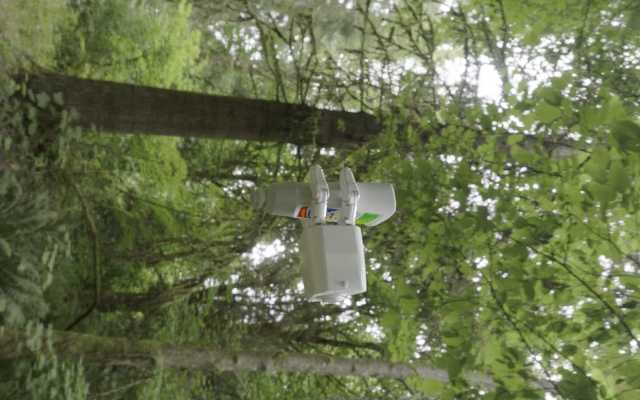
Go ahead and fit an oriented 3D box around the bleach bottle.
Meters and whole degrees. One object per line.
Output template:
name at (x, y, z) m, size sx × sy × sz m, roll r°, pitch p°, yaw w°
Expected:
bleach bottle at (0.000, 0.003, 0.822) m, size 0.251 × 0.068 × 0.102 m, roll 2°, pitch -19°, yaw -26°
